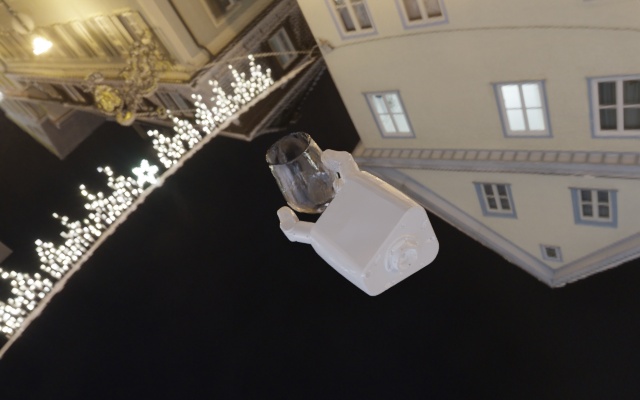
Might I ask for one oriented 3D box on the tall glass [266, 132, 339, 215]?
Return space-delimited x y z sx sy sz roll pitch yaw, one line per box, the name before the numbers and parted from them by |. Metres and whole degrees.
tall glass | 0.000 0.003 0.652 0.079 0.079 0.201 0 -43 34
